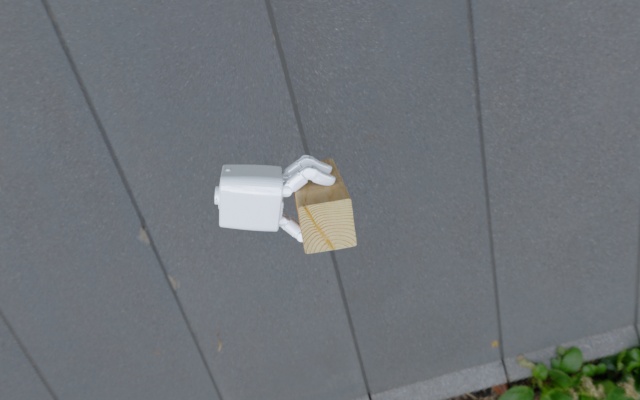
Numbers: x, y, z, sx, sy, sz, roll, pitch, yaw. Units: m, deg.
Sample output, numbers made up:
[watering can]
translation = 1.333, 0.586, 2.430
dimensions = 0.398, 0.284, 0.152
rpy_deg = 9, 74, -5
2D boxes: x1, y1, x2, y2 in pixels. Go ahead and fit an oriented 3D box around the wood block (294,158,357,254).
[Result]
[wood block]
translation = 0.000, 0.003, 0.871
dimensions = 0.090, 0.091, 0.206
rpy_deg = -9, 24, -3
